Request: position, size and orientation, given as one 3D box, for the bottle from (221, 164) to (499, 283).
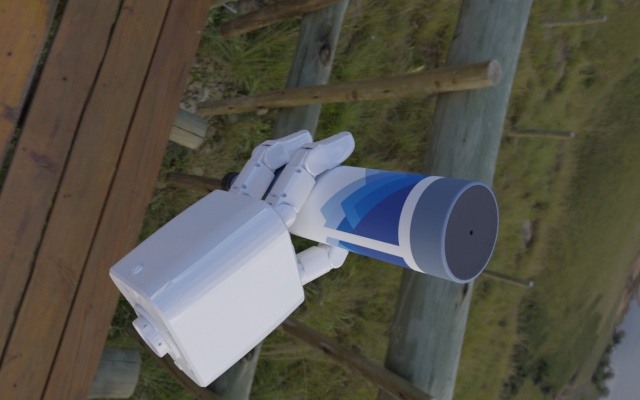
[{"bbox_3d":[0.000,0.001,0.413,0.069,0.069,0.295,0,7,-42],"label":"bottle"}]
